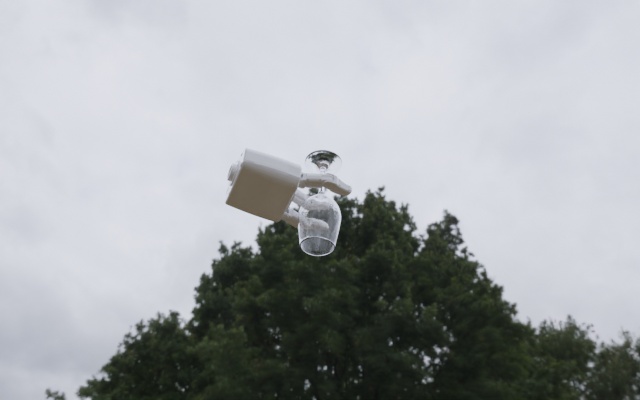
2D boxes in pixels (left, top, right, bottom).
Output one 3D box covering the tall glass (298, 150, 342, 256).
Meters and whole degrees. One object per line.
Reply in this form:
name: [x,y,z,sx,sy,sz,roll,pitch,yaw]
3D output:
tall glass: [0.000,0.002,0.888,0.079,0.200,0.079,2,-38,2]
